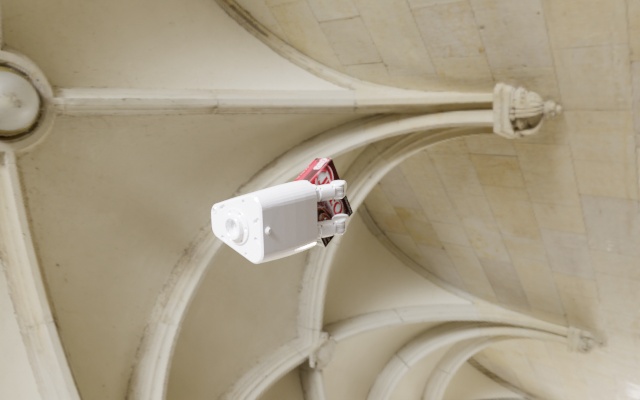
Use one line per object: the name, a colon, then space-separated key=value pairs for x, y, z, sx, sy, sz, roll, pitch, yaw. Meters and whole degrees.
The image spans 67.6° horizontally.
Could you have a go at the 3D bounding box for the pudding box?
pudding box: x=0.000 y=0.002 z=0.753 sx=0.039 sy=0.114 sz=0.090 roll=8 pitch=43 yaw=38
